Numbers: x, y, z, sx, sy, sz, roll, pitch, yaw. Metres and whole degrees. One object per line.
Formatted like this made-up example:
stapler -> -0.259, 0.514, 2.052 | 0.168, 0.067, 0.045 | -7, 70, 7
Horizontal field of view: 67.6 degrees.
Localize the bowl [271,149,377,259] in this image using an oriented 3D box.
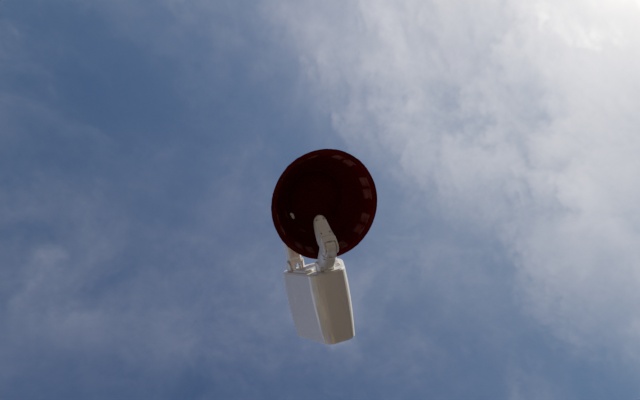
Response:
bowl -> 0.000, 0.001, 0.708 | 0.162, 0.162, 0.055 | 0, 10, -19
